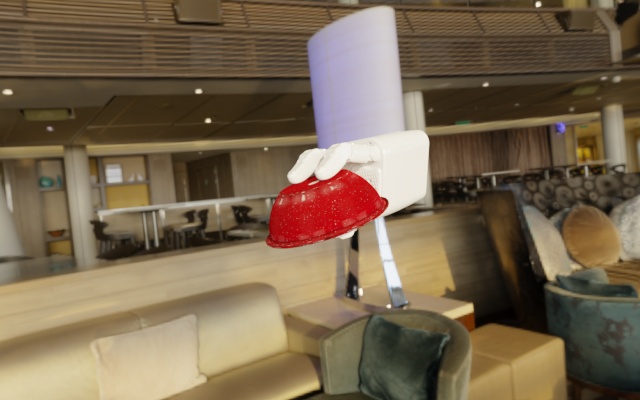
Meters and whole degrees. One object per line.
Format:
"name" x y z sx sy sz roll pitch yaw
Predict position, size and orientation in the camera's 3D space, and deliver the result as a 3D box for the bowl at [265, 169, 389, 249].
"bowl" -0.001 0.002 0.591 0.162 0.055 0.162 -18 12 4
